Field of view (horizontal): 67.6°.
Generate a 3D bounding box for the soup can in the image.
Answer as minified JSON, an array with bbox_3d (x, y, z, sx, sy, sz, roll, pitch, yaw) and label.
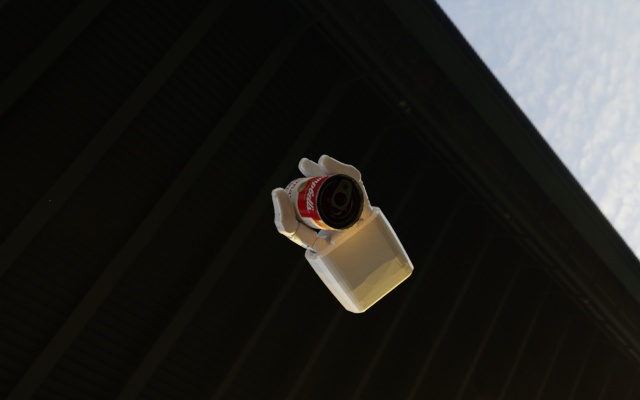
[{"bbox_3d":[0.000,0.002,0.615,0.068,0.068,0.102,0,0,-29],"label":"soup can"}]
